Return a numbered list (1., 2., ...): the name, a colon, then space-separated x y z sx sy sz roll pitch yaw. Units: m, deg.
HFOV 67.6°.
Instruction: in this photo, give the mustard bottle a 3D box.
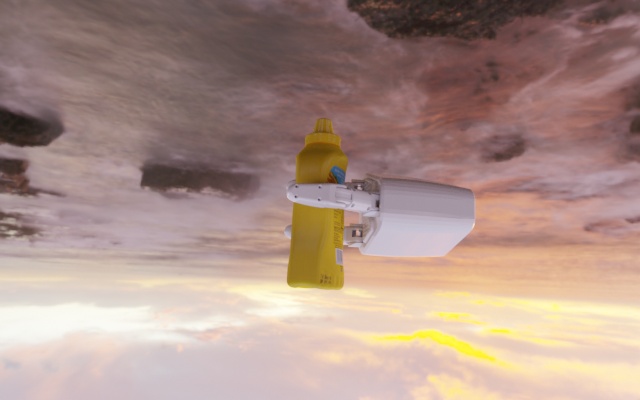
1. mustard bottle: 0.000 0.002 0.533 0.058 0.191 0.096 0 -10 17
